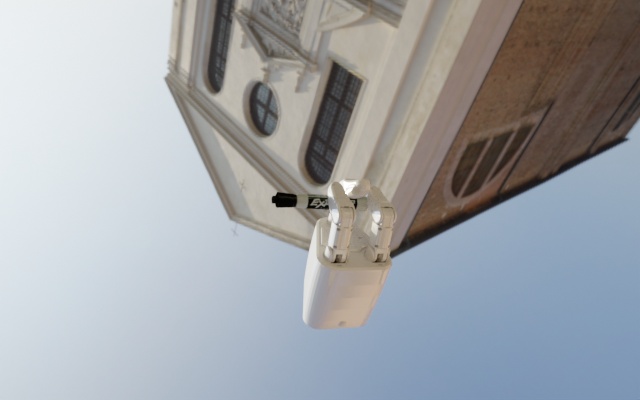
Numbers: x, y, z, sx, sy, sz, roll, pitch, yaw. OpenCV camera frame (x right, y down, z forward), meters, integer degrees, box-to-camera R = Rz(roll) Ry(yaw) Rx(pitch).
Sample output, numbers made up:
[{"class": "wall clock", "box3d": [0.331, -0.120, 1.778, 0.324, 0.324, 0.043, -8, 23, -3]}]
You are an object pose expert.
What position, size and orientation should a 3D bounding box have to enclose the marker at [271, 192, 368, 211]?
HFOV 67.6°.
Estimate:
[{"class": "marker", "box3d": [0.000, 0.002, 0.581, 0.121, 0.020, 0.020, 3, -1, -20]}]
